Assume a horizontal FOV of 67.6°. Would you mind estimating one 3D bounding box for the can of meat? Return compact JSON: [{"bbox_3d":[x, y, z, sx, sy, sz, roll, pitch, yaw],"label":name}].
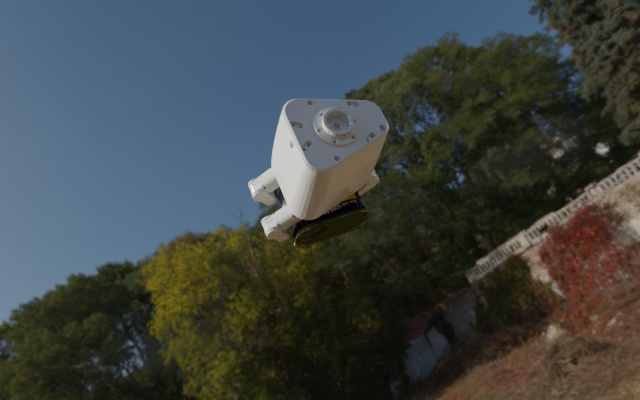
[{"bbox_3d":[0.000,0.002,0.615,0.102,0.084,0.057,-17,-23,-16],"label":"can of meat"}]
